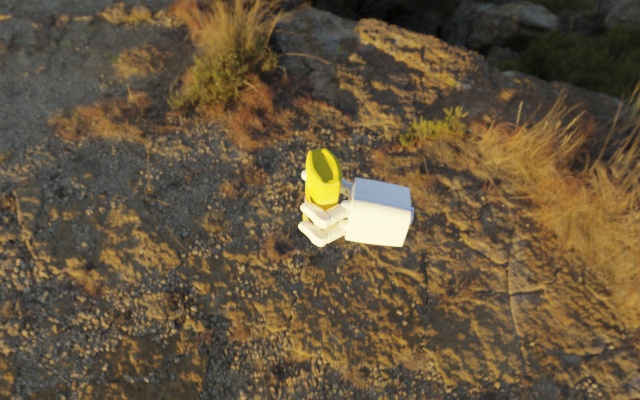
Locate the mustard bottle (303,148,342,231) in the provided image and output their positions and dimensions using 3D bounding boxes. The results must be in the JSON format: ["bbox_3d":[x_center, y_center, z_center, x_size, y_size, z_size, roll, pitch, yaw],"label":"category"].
[{"bbox_3d":[0.000,0.003,0.879,0.058,0.096,0.192,-10,-39,-14],"label":"mustard bottle"}]
